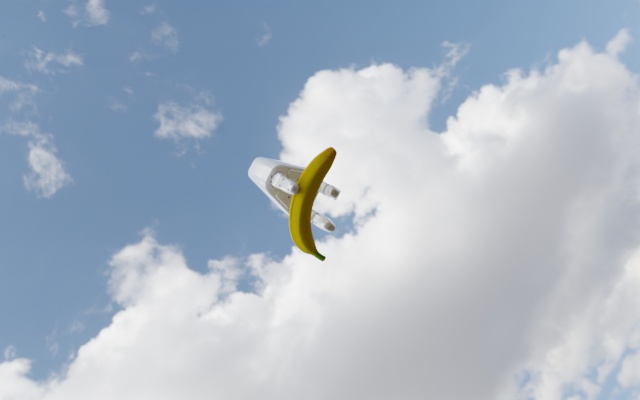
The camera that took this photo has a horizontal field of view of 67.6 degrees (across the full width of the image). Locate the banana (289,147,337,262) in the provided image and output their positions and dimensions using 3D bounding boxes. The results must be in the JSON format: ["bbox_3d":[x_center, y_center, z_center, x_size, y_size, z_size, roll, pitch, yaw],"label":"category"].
[{"bbox_3d":[-0.017,0.006,0.802,0.069,0.198,0.037,1,14,-24],"label":"banana"}]
